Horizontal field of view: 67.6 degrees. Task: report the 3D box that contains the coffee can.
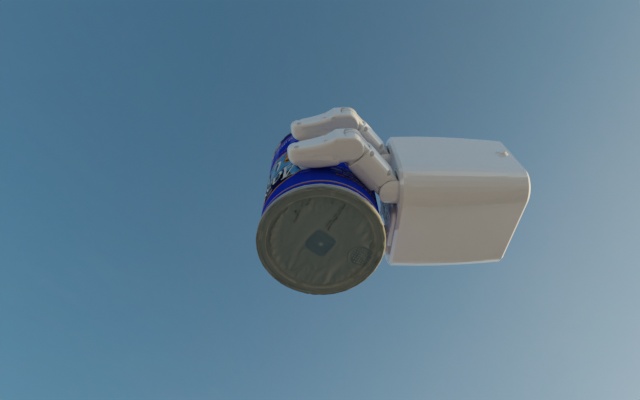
[{"bbox_3d":[0.000,0.002,0.436,0.103,0.103,0.140,0,29,0],"label":"coffee can"}]
